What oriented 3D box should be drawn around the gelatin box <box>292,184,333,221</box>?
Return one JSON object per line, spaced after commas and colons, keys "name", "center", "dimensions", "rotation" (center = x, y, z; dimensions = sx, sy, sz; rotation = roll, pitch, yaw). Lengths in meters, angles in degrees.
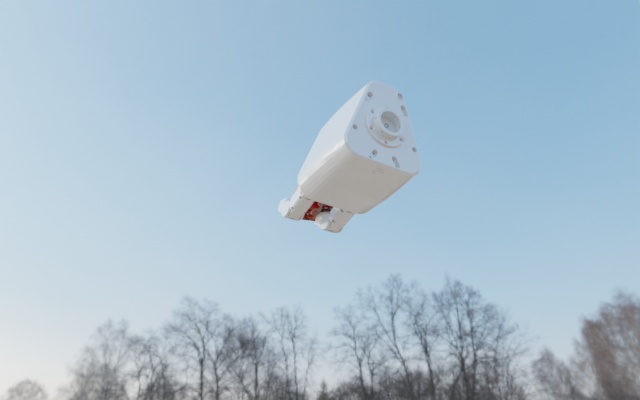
{"name": "gelatin box", "center": [0.000, 0.002, 0.640], "dimensions": [0.073, 0.030, 0.089], "rotation": [8, -23, -11]}
